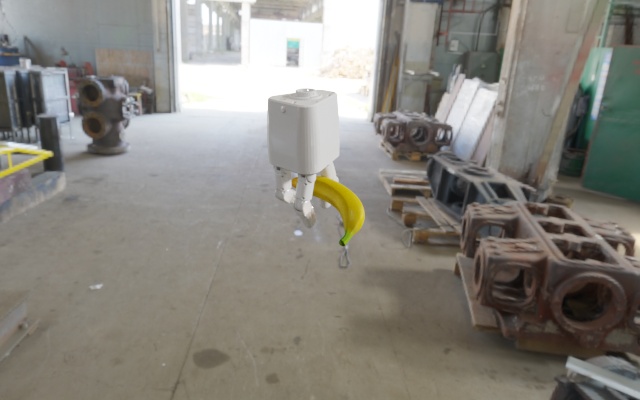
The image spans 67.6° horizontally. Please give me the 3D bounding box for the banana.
[{"bbox_3d":[0.018,-0.001,0.768,0.069,0.037,0.197,-18,35,-19],"label":"banana"}]
